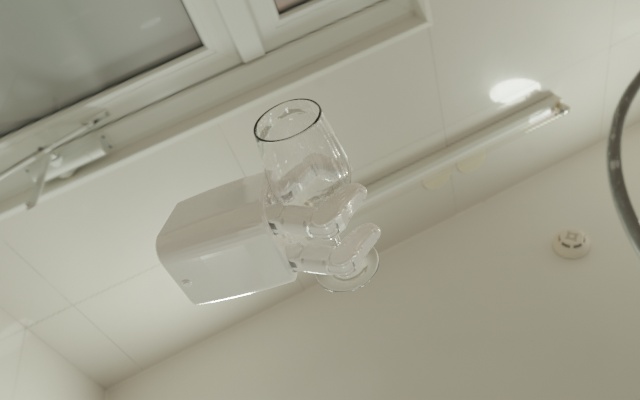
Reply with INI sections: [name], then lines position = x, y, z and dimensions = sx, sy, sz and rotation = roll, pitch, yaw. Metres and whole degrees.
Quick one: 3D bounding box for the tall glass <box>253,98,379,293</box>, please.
[tall glass]
position = 0.000, 0.002, 0.470
dimensions = 0.079, 0.201, 0.079
rotation = -13, 41, 11
